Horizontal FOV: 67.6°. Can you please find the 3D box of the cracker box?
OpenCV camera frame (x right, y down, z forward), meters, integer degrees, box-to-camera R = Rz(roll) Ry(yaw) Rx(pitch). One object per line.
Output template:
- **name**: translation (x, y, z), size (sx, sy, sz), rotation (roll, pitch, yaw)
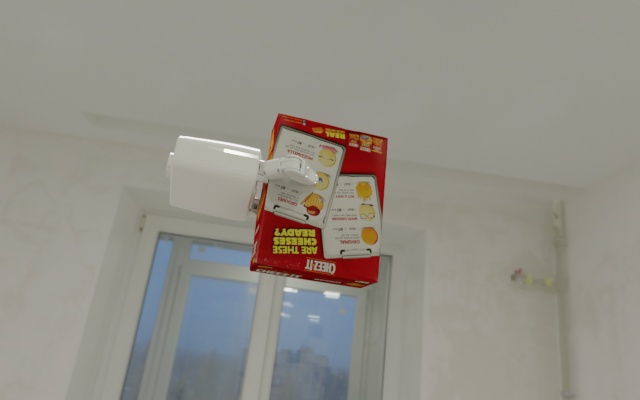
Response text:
- **cracker box**: translation (0.000, 0.002, 0.662), size (0.164, 0.213, 0.072), rotation (11, -20, -12)
